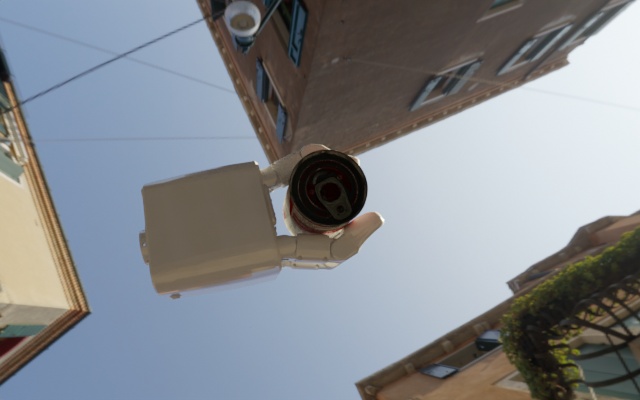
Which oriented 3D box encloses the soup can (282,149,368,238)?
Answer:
[{"bbox_3d":[0.000,0.001,0.452,0.068,0.068,0.102,0,-15,-8],"label":"soup can"}]
